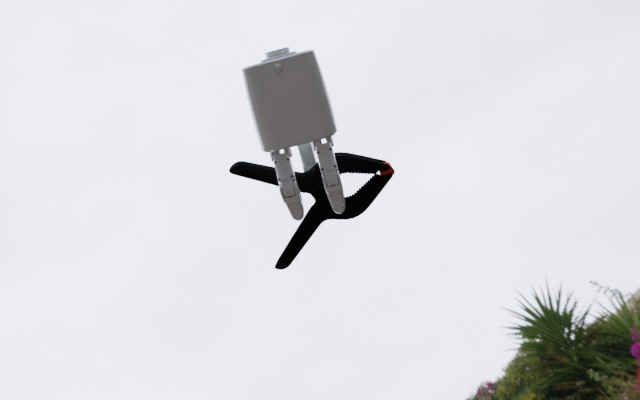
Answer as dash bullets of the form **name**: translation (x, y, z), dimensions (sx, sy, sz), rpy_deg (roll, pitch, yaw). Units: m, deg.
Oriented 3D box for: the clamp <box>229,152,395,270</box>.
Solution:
- **clamp**: translation (0.001, 0.001, 0.647), dimensions (0.210, 0.165, 0.036), rpy_deg (-14, 20, 3)
